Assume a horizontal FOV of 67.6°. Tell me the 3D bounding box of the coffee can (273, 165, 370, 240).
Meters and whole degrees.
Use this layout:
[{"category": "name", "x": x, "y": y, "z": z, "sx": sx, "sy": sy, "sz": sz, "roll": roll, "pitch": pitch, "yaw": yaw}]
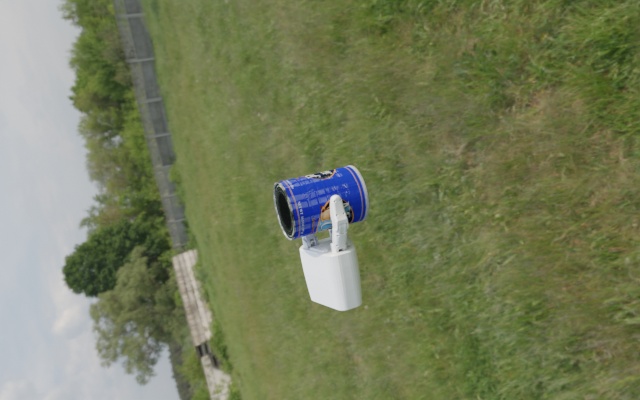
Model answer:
[{"category": "coffee can", "x": 0.000, "y": 0.003, "z": 0.835, "sx": 0.140, "sy": 0.103, "sz": 0.103, "roll": -14, "pitch": 4, "yaw": -19}]
